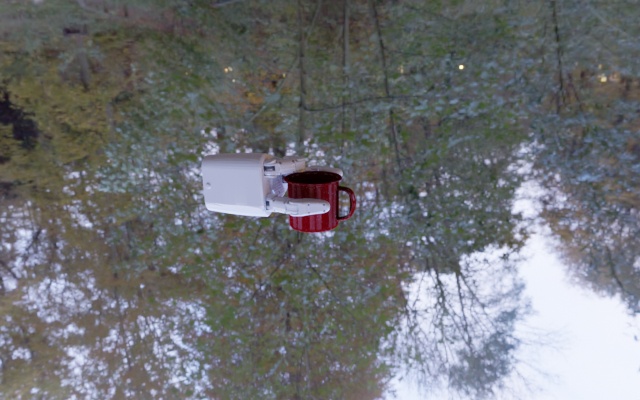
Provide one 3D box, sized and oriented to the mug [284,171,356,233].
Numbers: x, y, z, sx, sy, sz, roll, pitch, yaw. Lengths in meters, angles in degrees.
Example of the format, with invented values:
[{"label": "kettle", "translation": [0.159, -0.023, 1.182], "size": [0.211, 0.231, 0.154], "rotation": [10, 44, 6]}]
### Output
[{"label": "mug", "translation": [0.002, 0.003, 0.763], "size": [0.117, 0.081, 0.093], "rotation": [4, 17, 18]}]
